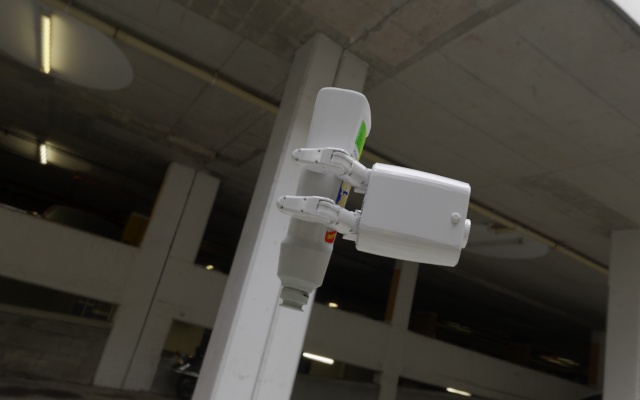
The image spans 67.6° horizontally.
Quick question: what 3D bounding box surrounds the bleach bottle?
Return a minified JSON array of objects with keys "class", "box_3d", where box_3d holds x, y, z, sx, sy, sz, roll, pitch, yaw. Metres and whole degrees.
[{"class":"bleach bottle","box_3d":[0.000,0.002,0.552,0.068,0.250,0.103,11,-17,10]}]
